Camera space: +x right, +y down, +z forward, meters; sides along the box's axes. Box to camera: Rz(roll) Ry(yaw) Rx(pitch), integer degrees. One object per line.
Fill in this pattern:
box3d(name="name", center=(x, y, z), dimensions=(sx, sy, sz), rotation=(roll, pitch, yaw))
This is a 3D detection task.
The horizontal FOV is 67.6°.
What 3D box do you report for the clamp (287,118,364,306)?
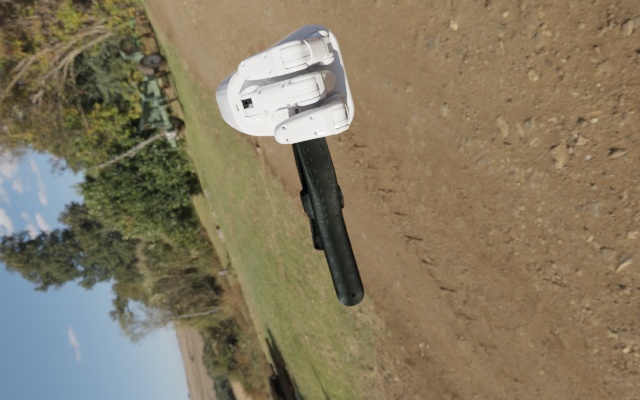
box3d(name="clamp", center=(-0.001, 0.002, 0.447), dimensions=(0.039, 0.171, 0.120), rotation=(-16, 16, -14))
